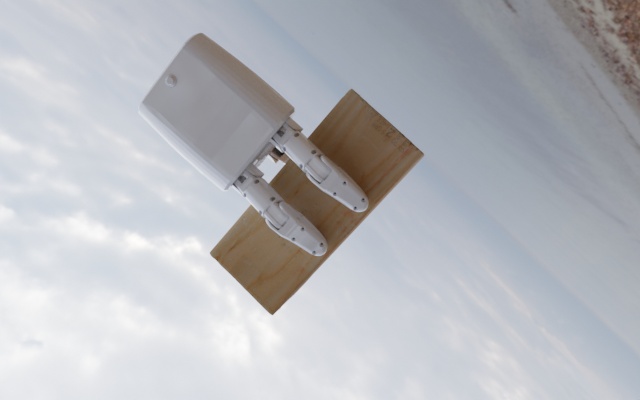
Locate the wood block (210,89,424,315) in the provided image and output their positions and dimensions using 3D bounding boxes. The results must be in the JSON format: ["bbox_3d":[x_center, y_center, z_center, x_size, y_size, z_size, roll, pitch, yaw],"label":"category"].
[{"bbox_3d":[0.000,0.001,0.477,0.090,0.206,0.091,43,12,5],"label":"wood block"}]
